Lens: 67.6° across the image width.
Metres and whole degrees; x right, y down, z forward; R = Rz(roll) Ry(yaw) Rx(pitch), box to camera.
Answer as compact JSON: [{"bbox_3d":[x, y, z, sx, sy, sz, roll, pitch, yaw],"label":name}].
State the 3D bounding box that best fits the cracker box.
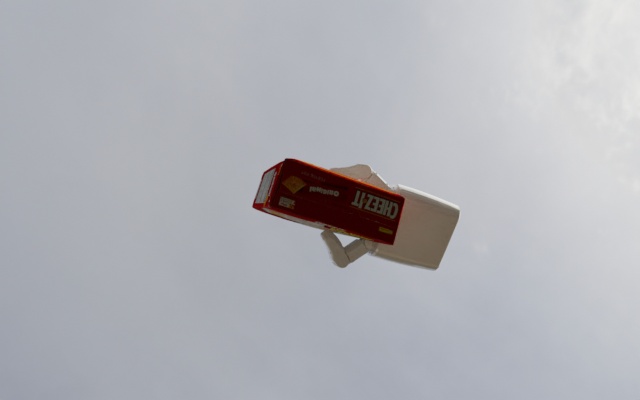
[{"bbox_3d":[0.000,0.002,0.675,0.164,0.072,0.213,17,-5,-13],"label":"cracker box"}]
